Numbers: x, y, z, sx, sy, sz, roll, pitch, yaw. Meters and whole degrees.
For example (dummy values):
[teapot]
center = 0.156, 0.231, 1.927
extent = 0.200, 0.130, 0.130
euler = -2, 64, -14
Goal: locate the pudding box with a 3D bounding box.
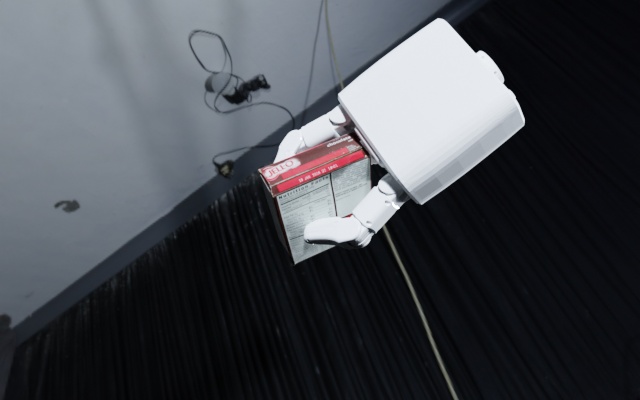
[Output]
[pudding box]
center = 0.000, 0.002, 0.434
extent = 0.090, 0.039, 0.114
euler = -22, -39, -11
